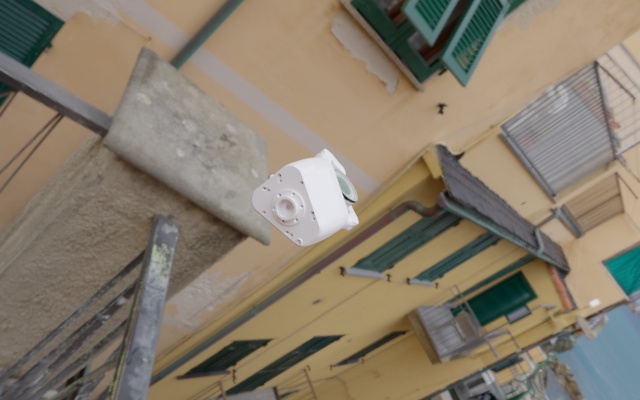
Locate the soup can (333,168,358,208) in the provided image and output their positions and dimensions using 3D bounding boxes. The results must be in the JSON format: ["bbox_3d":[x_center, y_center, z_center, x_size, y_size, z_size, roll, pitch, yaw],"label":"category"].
[{"bbox_3d":[0.001,0.002,0.768,0.102,0.068,0.068,-37,-16,22],"label":"soup can"}]
